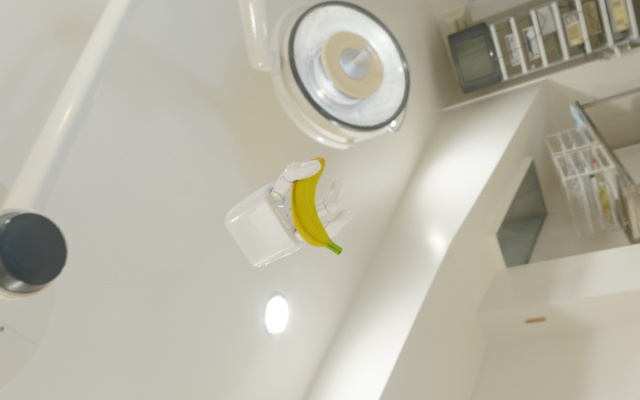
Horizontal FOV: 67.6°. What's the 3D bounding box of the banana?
[{"bbox_3d":[-0.015,0.000,0.741,0.069,0.197,0.037,19,-46,-30],"label":"banana"}]
